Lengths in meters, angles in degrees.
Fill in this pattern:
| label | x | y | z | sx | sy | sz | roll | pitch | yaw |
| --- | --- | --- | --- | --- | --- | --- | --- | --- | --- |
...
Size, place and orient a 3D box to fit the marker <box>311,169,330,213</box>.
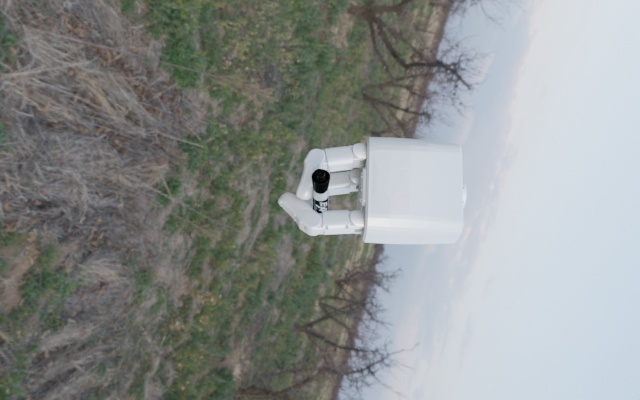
| label | x | y | z | sx | sy | sz | roll | pitch | yaw |
| --- | --- | --- | --- | --- | --- | --- | --- | --- | --- |
| marker | 0.000 | 0.002 | 0.521 | 0.020 | 0.020 | 0.121 | 0 | -28 | 0 |
